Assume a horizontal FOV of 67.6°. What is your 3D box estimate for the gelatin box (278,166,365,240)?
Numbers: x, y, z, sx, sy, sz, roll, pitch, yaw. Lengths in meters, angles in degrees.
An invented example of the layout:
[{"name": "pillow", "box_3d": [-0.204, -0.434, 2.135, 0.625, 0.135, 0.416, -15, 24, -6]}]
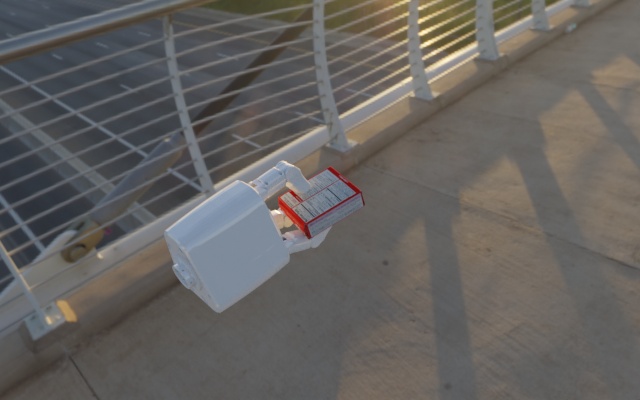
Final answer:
[{"name": "gelatin box", "box_3d": [0.000, 0.002, 0.618, 0.089, 0.030, 0.073, -32, 43, -16]}]
